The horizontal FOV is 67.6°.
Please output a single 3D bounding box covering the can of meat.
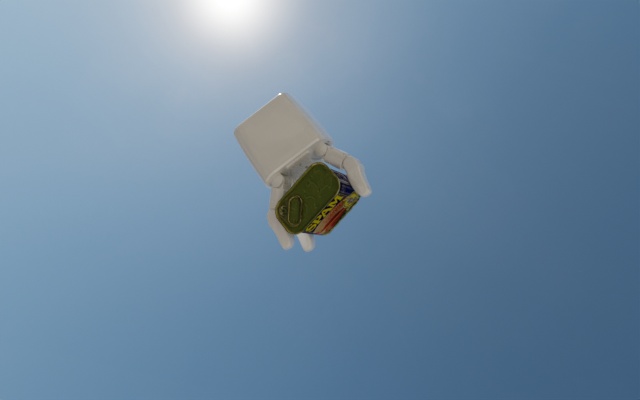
[{"bbox_3d":[0.000,0.002,0.666,0.057,0.102,0.084,49,16,24],"label":"can of meat"}]
